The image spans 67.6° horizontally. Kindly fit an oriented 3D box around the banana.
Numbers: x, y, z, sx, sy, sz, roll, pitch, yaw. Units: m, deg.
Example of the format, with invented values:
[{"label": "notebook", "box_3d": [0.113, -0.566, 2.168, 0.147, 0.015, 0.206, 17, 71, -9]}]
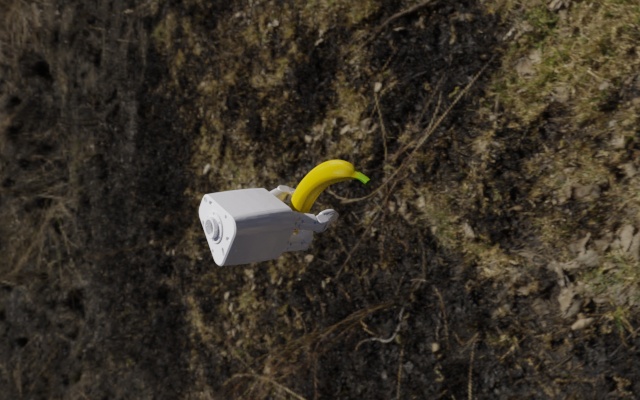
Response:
[{"label": "banana", "box_3d": [-0.004, -0.016, 0.788, 0.037, 0.069, 0.198, -7, -19, -43]}]
